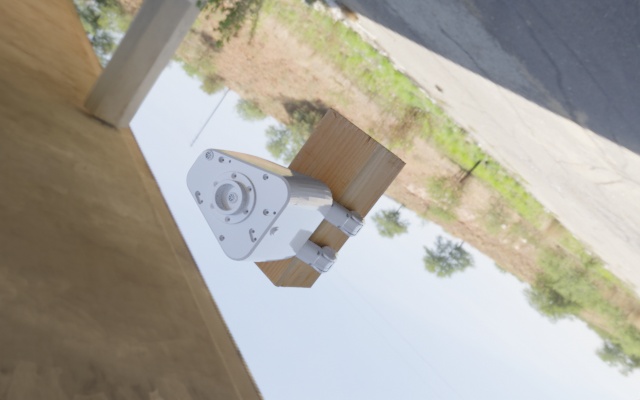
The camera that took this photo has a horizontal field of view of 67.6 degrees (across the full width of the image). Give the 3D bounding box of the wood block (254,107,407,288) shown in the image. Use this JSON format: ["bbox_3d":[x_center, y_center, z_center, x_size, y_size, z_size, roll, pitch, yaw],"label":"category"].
[{"bbox_3d":[0.000,0.002,0.602,0.090,0.206,0.090,42,11,28],"label":"wood block"}]
